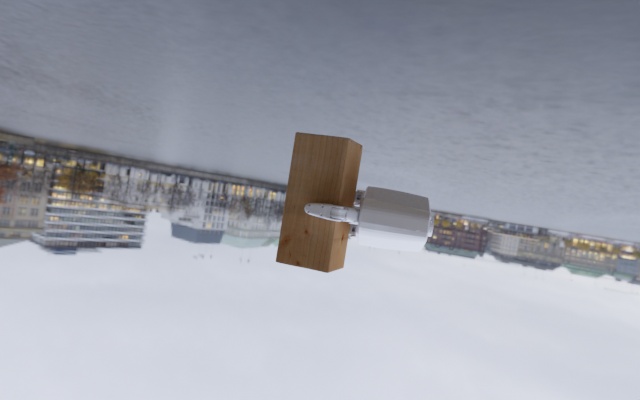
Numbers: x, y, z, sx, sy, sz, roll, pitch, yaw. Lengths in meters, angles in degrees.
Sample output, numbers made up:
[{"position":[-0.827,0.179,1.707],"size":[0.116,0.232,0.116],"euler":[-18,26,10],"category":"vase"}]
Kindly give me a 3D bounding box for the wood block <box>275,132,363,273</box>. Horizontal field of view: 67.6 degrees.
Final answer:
[{"position":[0.000,0.003,0.768],"size":[0.090,0.206,0.091],"euler":[9,1,20],"category":"wood block"}]
